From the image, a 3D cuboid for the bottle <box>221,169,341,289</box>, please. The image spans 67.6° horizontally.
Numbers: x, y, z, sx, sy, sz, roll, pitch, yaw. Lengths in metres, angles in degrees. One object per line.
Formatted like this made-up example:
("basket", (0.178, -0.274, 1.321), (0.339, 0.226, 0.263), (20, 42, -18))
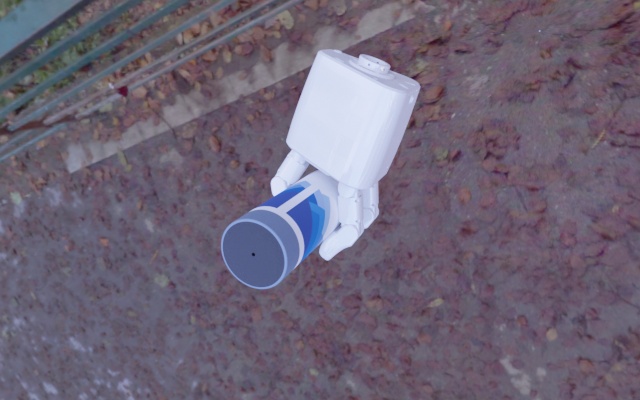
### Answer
("bottle", (0.000, 0.002, 0.538), (0.069, 0.069, 0.295), (0, 18, 25))
